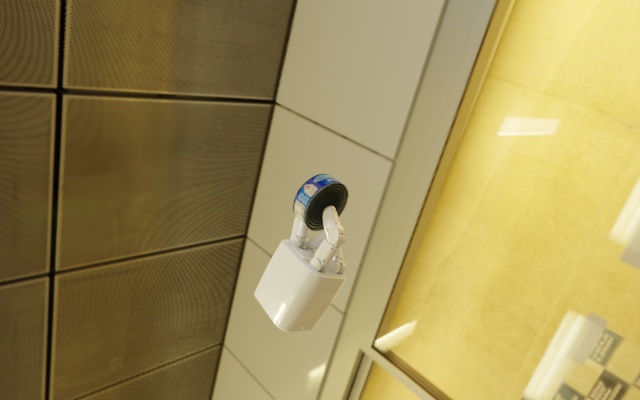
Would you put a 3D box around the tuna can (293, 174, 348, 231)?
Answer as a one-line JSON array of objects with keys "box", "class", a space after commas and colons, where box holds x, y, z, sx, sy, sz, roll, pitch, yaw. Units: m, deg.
[{"box": [0.000, 0.002, 0.731, 0.086, 0.086, 0.033, 0, 31, -48], "class": "tuna can"}]
